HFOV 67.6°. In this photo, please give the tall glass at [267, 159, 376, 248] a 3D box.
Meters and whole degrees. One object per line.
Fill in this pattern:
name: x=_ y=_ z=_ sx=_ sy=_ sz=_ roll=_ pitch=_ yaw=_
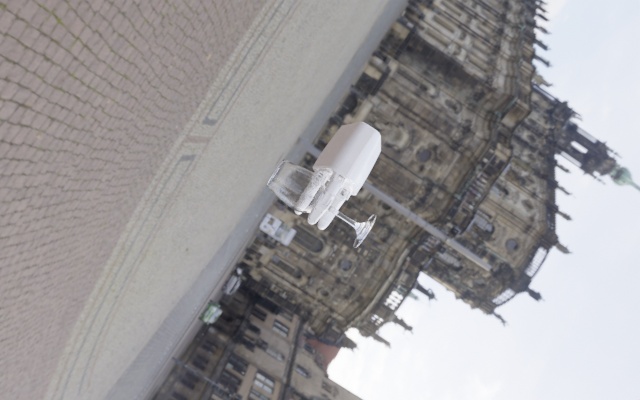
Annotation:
tall glass: x=0.001 y=0.003 z=0.886 sx=0.201 sy=0.079 sz=0.079 roll=33 pitch=-2 yaw=-3
